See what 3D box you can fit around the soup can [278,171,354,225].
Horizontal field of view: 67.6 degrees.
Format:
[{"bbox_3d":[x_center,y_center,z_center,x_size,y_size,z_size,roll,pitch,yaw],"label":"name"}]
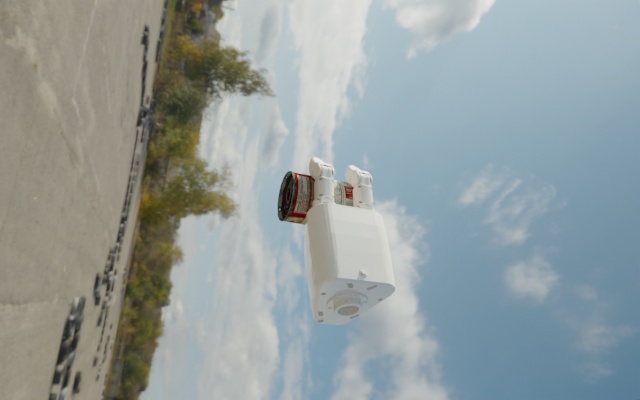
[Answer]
[{"bbox_3d":[0.000,0.002,0.649,0.102,0.068,0.068,10,-3,-20],"label":"soup can"}]
